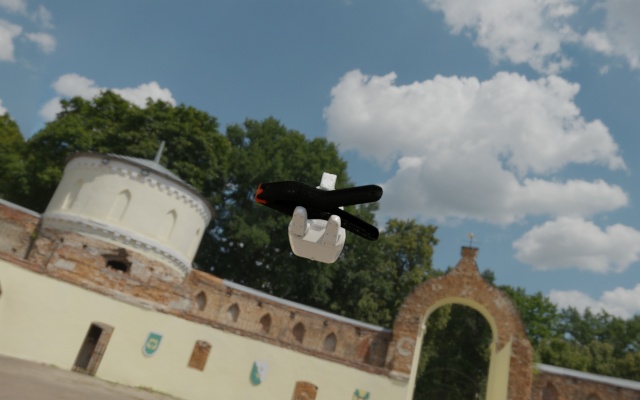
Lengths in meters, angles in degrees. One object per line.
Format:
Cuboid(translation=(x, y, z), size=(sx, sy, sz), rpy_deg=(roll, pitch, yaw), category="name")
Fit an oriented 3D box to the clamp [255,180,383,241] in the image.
Cuboid(translation=(0.000, 0.002, 0.746), size=(0.210, 0.036, 0.165), rpy_deg=(14, -27, 4), category="clamp")
